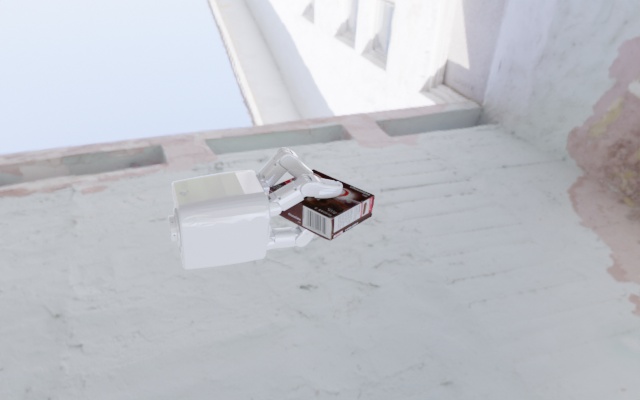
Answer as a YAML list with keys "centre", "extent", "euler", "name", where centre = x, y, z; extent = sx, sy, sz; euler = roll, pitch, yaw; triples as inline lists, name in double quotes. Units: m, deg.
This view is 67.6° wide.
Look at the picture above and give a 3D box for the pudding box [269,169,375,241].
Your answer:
- centre: [0.000, 0.002, 0.633]
  extent: [0.113, 0.039, 0.090]
  euler: [27, 37, 33]
  name: "pudding box"
